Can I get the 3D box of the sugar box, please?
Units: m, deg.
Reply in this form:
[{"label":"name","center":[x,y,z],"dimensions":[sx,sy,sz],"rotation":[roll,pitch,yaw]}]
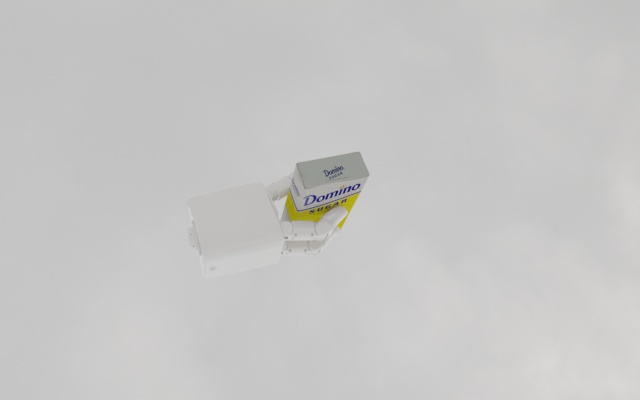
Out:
[{"label":"sugar box","center":[0.000,0.003,0.682],"dimensions":[0.093,0.048,0.176],"rotation":[-12,-23,-18]}]
